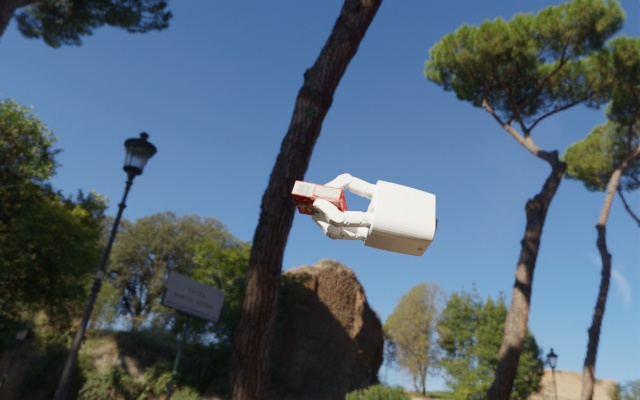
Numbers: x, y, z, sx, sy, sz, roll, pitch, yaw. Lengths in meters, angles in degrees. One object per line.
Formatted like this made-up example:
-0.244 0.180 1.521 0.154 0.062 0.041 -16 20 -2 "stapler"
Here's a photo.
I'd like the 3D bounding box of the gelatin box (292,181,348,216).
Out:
0.000 0.002 0.843 0.089 0.030 0.073 11 -28 15 "gelatin box"
